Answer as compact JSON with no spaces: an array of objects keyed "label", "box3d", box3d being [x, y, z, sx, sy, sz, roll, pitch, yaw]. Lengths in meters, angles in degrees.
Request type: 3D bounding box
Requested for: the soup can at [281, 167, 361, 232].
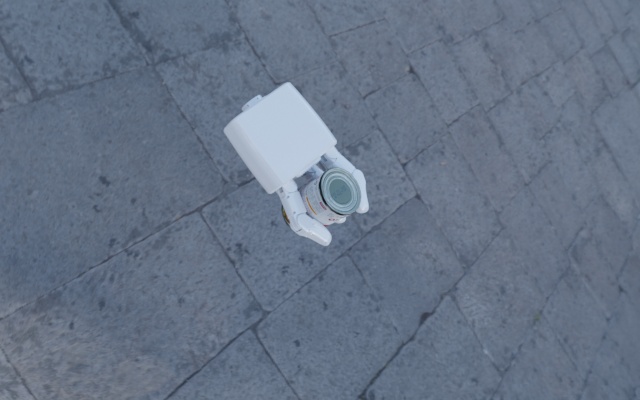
[{"label":"soup can","box3d":[0.001,0.003,0.657,0.068,0.068,0.102,0,-18,-35]}]
